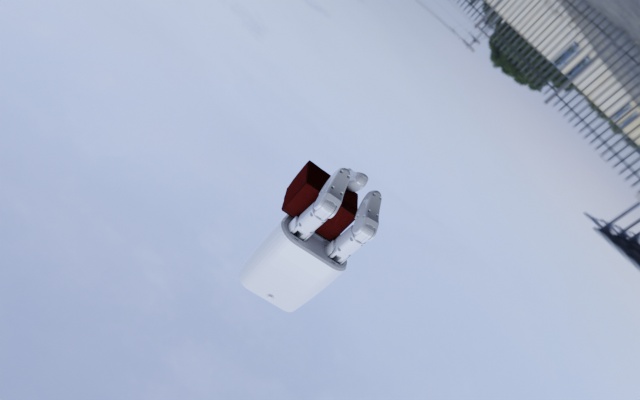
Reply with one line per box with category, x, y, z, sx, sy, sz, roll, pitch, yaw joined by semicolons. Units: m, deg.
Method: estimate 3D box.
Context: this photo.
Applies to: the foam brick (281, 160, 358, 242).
foam brick;0.000;0.002;0.573;0.078;0.051;0.053;35;30;-17
